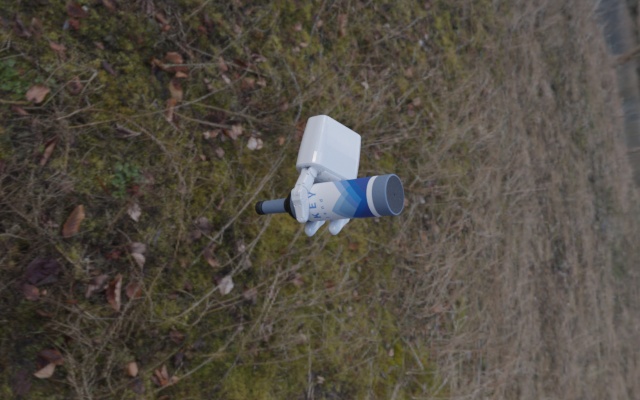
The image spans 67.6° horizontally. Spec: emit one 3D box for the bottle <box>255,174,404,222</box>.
[{"bbox_3d":[0.000,0.003,0.847,0.296,0.069,0.069,-6,-3,35],"label":"bottle"}]
